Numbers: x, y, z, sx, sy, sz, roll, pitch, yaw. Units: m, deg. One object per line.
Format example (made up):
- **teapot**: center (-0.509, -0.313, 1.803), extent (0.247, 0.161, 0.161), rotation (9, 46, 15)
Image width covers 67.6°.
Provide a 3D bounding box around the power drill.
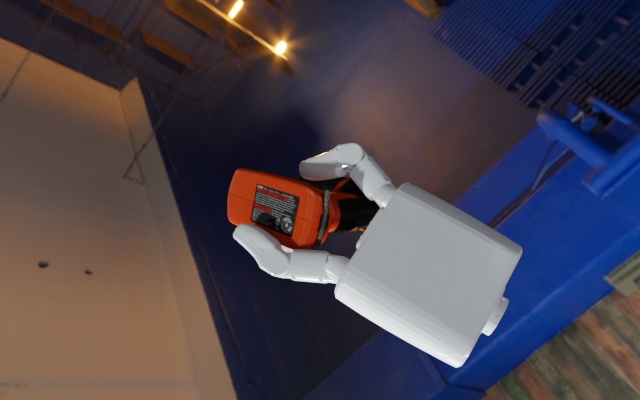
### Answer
- **power drill**: center (0.000, 0.002, 0.487), extent (0.184, 0.057, 0.187), rotation (15, 10, 37)
